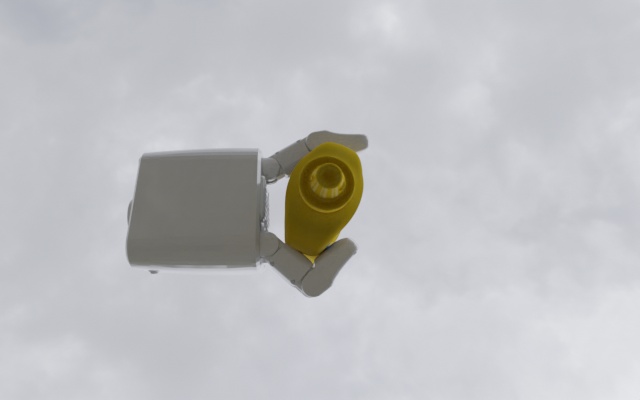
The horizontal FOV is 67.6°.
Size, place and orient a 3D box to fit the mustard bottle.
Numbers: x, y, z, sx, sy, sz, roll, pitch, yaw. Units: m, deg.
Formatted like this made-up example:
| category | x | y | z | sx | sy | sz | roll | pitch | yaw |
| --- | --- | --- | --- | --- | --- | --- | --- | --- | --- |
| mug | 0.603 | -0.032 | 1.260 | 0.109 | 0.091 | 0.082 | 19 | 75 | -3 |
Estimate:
| category | x | y | z | sx | sy | sz | roll | pitch | yaw |
| --- | --- | --- | --- | --- | --- | --- | --- | --- | --- |
| mustard bottle | 0.000 | 0.001 | 0.416 | 0.058 | 0.096 | 0.192 | 24 | -12 | 2 |
